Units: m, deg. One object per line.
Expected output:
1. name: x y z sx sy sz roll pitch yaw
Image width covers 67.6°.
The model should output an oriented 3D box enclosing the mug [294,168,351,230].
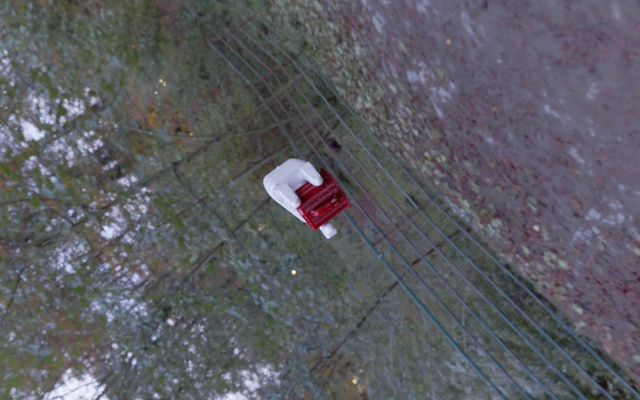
1. mug: 0.000 0.003 0.865 0.081 0.093 0.117 -37 19 -6
